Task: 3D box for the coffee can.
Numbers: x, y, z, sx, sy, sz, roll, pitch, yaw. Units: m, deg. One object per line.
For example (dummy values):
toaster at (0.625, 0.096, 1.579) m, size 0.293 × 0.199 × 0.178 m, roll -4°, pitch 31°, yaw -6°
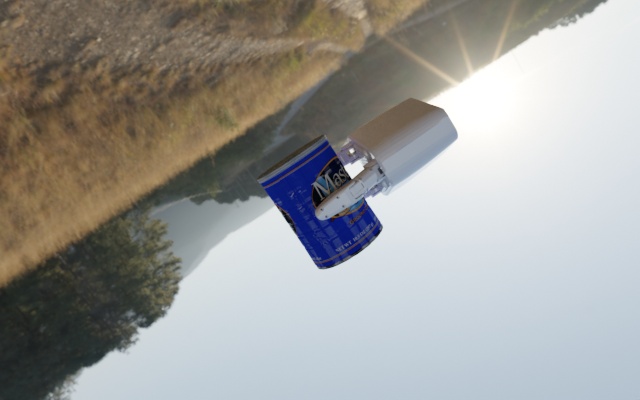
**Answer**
coffee can at (0.000, 0.002, 0.612) m, size 0.103 × 0.140 × 0.103 m, roll -33°, pitch 9°, yaw 6°
